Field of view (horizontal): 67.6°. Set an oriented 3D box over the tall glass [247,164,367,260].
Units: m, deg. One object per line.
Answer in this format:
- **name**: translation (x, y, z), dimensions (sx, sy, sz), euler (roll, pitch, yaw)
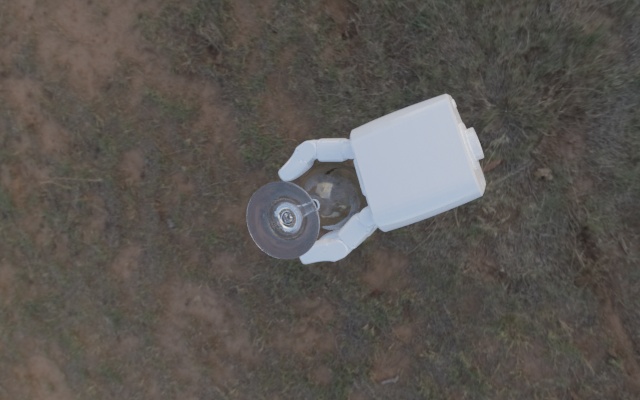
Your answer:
- **tall glass**: translation (0.000, 0.002, 0.530), dimensions (0.079, 0.079, 0.201), euler (0, 10, 21)
